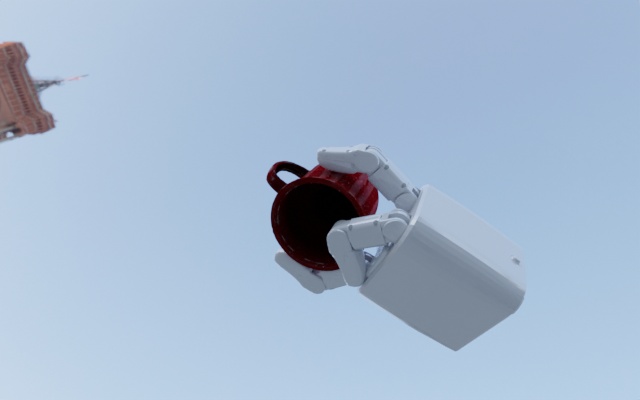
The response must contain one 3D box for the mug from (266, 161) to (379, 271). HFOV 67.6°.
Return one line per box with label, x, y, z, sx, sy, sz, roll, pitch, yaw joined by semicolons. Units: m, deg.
mug;-0.001;0.001;0.465;0.117;0.093;0.081;35;29;3
